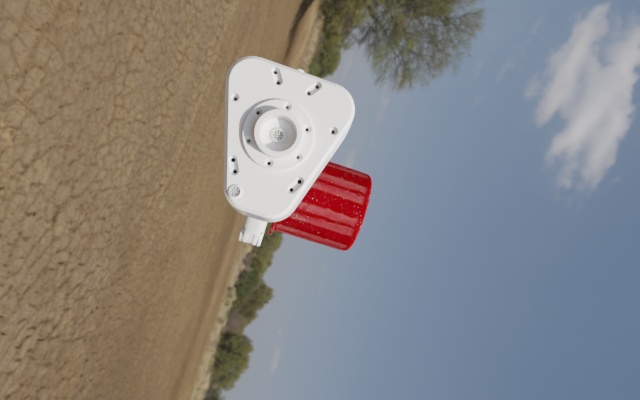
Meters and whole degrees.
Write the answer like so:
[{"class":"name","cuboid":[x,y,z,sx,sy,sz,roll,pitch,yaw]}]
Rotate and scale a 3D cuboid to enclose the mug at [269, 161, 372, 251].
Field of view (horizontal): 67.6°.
[{"class":"mug","cuboid":[0.000,0.002,0.492,0.081,0.093,0.117,18,-3,-4]}]
